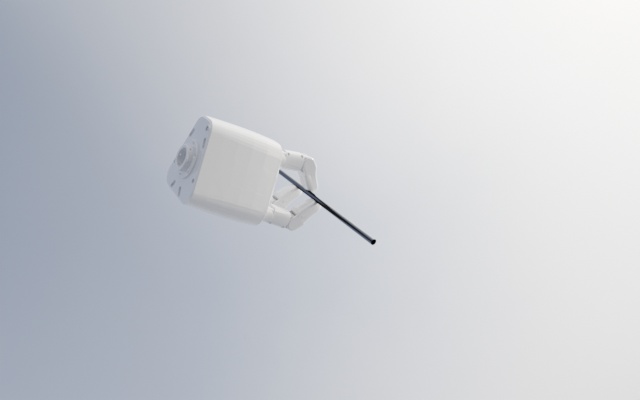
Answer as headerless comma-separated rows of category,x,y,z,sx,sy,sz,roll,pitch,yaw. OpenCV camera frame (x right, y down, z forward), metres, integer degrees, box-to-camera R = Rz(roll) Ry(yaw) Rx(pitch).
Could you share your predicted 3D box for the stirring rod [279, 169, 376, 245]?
stirring rod,0.000,0.002,0.657,0.011,0.011,0.239,0,23,-35
